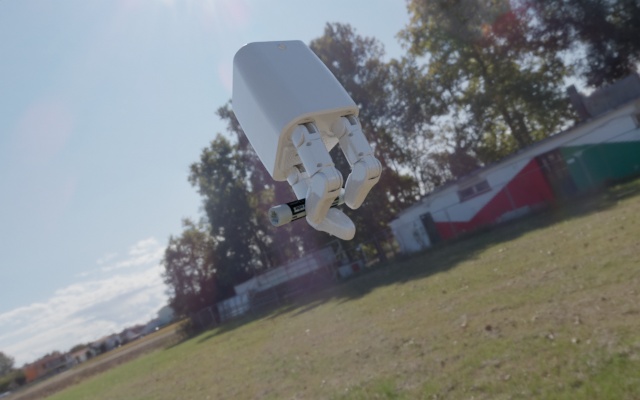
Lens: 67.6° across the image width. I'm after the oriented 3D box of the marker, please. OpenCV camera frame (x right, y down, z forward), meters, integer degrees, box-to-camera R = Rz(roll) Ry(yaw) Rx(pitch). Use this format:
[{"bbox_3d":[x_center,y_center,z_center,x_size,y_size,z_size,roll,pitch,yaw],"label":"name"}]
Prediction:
[{"bbox_3d":[0.000,0.002,0.490,0.121,0.020,0.020,-18,12,-39],"label":"marker"}]
